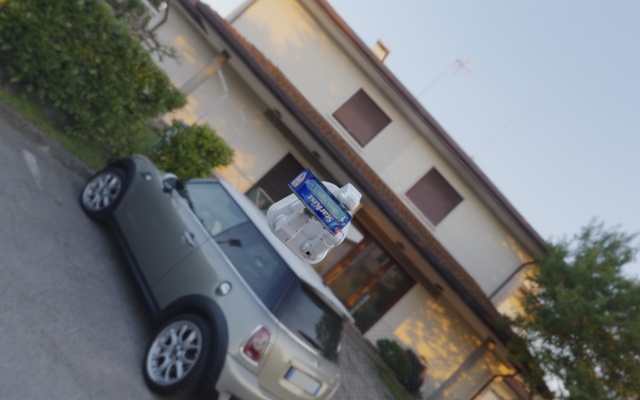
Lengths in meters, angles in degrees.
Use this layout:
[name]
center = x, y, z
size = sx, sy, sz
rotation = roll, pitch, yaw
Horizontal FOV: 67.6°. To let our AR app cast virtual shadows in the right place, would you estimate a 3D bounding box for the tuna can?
[tuna can]
center = 0.001, 0.002, 0.583
size = 0.034, 0.086, 0.086
rotation = -42, 0, 0
